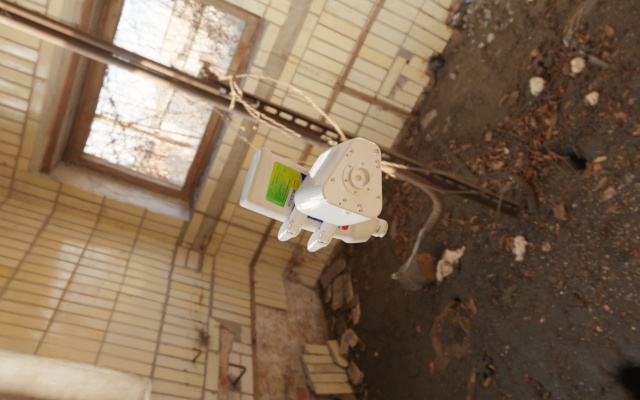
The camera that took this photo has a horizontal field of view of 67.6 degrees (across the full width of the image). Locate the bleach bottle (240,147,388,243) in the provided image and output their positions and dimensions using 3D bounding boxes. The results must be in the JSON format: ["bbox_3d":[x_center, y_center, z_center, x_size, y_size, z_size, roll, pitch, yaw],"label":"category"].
[{"bbox_3d":[0.000,0.003,0.794,0.251,0.102,0.068,19,-12,-19],"label":"bleach bottle"}]
